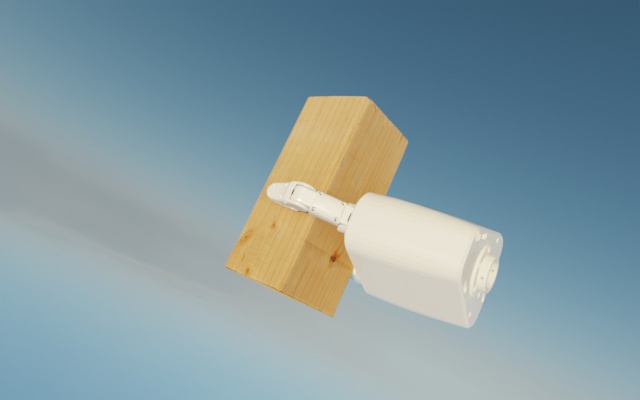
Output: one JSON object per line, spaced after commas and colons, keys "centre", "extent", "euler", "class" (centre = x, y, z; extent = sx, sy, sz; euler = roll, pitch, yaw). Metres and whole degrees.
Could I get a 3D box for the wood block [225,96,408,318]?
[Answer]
{"centre": [0.000, 0.002, 0.503], "extent": [0.090, 0.206, 0.091], "euler": [12, -18, 45], "class": "wood block"}
